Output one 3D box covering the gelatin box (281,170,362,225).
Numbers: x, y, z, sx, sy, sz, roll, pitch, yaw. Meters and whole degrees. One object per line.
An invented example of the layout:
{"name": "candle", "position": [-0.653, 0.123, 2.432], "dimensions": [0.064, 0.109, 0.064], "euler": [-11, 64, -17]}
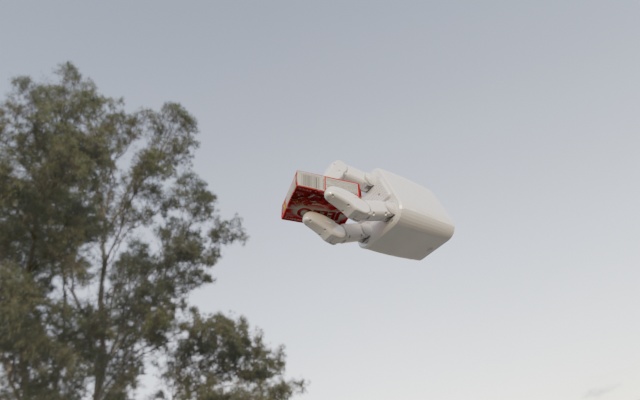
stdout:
{"name": "gelatin box", "position": [0.000, 0.002, 0.632], "dimensions": [0.089, 0.030, 0.073], "euler": [11, -41, -15]}
